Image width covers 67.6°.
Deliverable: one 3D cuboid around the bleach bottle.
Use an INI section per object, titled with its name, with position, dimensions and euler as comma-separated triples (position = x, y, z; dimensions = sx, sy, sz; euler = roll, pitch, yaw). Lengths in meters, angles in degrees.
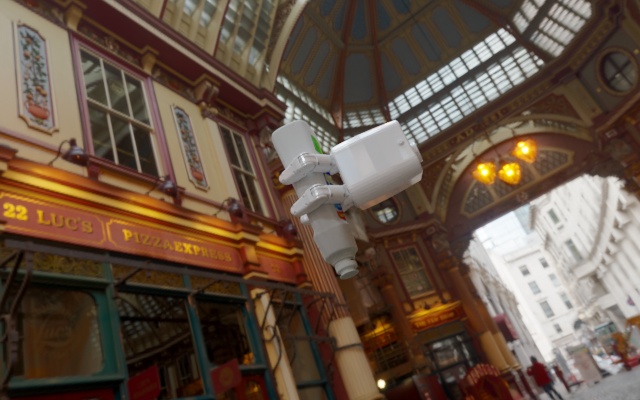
[bleach bottle]
position = 0.000, 0.002, 0.724
dimensions = 0.068, 0.250, 0.103
euler = -26, -26, 7
